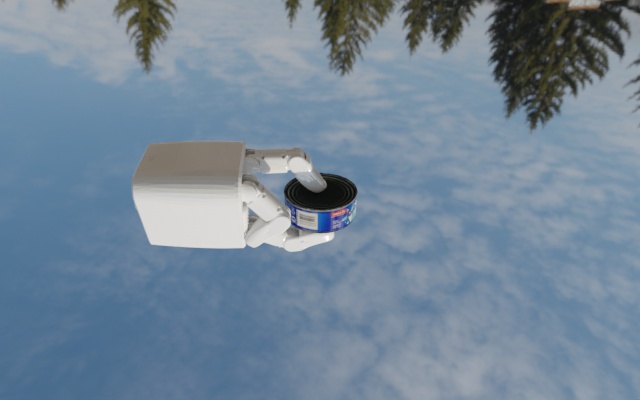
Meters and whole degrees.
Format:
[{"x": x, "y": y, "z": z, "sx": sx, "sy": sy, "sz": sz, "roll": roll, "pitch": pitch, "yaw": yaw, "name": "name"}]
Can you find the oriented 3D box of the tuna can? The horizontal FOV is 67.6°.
[{"x": 0.000, "y": 0.002, "z": 0.563, "sx": 0.086, "sy": 0.034, "sz": 0.086, "roll": 0, "pitch": 32, "yaw": 0, "name": "tuna can"}]
